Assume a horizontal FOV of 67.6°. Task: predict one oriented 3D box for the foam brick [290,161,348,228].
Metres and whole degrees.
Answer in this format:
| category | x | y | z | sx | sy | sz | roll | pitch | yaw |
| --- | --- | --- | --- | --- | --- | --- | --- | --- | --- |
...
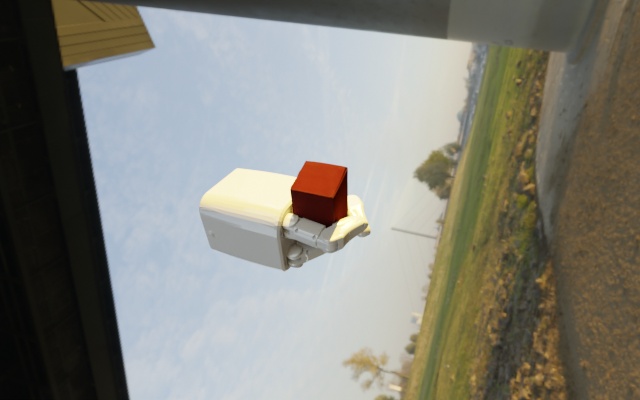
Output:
| category | x | y | z | sx | sy | sz | roll | pitch | yaw |
| --- | --- | --- | --- | --- | --- | --- | --- | --- | --- |
| foam brick | 0.000 | 0.002 | 0.549 | 0.051 | 0.078 | 0.053 | 13 | 47 | 16 |
